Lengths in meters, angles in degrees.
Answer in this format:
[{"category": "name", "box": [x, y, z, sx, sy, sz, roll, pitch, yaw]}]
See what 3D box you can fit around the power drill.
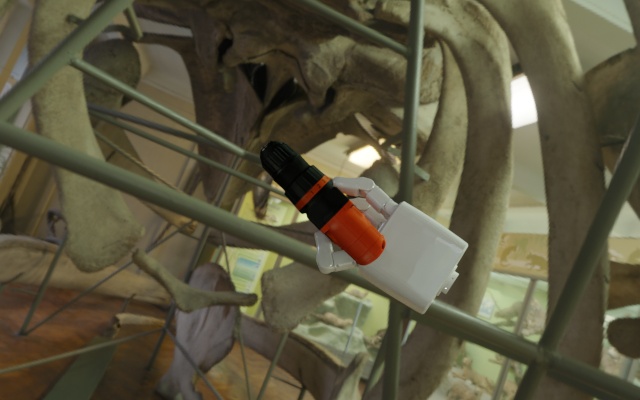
[{"category": "power drill", "box": [0.000, 0.002, 0.623, 0.057, 0.184, 0.187, -44, 0, 1]}]
